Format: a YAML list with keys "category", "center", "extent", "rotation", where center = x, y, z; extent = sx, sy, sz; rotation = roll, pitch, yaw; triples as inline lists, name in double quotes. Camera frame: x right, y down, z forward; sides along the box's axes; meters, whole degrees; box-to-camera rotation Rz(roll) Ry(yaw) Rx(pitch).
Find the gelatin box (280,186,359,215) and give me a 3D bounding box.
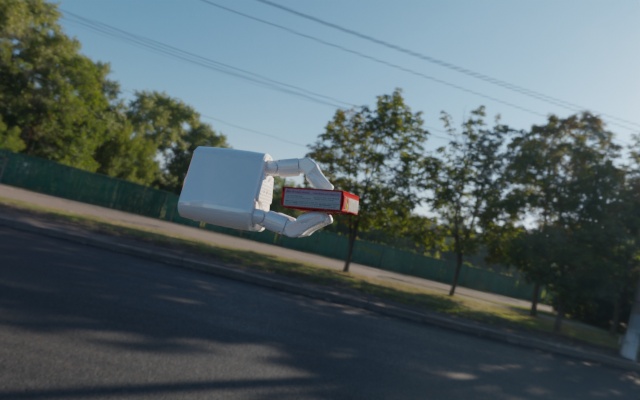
- category: "gelatin box"
  center: [0.000, 0.002, 0.654]
  extent: [0.089, 0.030, 0.073]
  rotation: [3, -5, 21]
